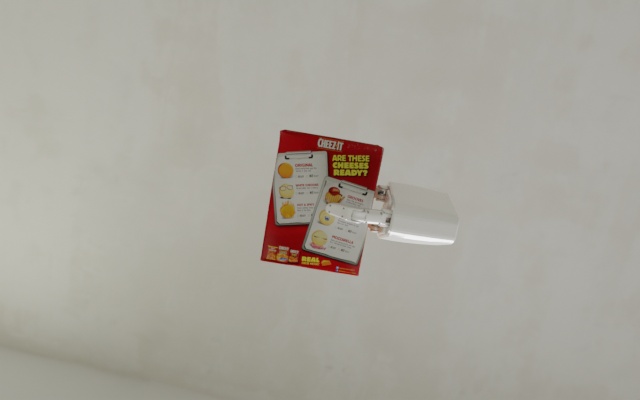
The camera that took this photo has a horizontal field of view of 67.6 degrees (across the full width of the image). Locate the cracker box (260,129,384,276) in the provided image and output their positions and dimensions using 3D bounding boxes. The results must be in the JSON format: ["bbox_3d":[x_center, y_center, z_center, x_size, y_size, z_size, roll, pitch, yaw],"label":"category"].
[{"bbox_3d":[0.000,0.003,0.779,0.164,0.214,0.072,9,10,-3],"label":"cracker box"}]
